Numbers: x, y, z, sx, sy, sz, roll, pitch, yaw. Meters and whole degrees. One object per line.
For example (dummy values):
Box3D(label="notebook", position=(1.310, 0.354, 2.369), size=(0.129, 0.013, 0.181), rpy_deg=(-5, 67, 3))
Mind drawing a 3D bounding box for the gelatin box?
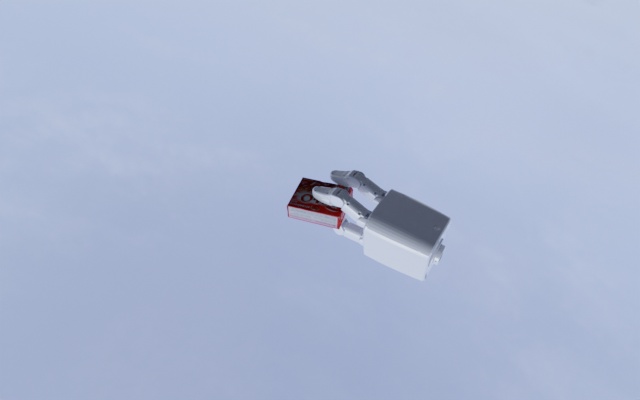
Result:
Box3D(label="gelatin box", position=(0.000, 0.003, 0.766), size=(0.089, 0.030, 0.073), rpy_deg=(12, 45, 14))
